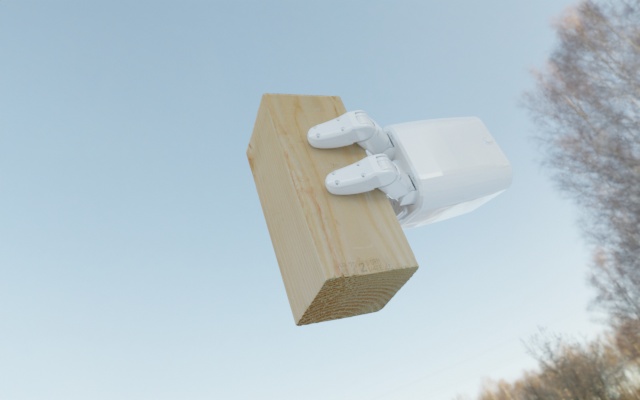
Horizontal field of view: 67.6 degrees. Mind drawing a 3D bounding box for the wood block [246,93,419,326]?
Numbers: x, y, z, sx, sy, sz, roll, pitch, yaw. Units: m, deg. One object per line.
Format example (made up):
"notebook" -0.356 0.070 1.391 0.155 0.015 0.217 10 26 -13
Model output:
"wood block" 0.000 0.002 0.461 0.090 0.206 0.091 -4 -36 -24
